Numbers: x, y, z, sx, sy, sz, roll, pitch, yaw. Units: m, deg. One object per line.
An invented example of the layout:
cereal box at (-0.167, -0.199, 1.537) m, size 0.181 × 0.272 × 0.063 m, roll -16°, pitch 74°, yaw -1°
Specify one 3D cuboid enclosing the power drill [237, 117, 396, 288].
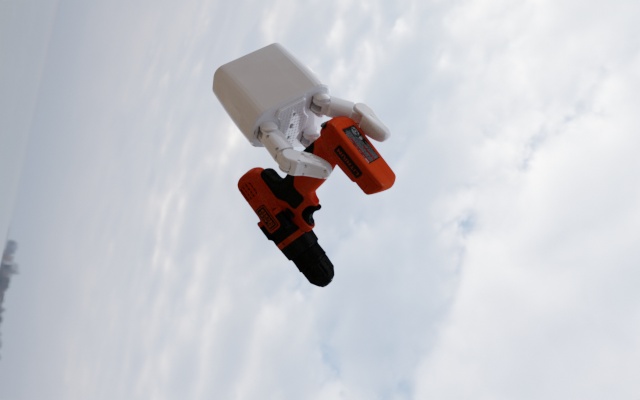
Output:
power drill at (0.000, 0.001, 0.596) m, size 0.188 × 0.184 × 0.057 m, roll -38°, pitch -1°, yaw 32°
